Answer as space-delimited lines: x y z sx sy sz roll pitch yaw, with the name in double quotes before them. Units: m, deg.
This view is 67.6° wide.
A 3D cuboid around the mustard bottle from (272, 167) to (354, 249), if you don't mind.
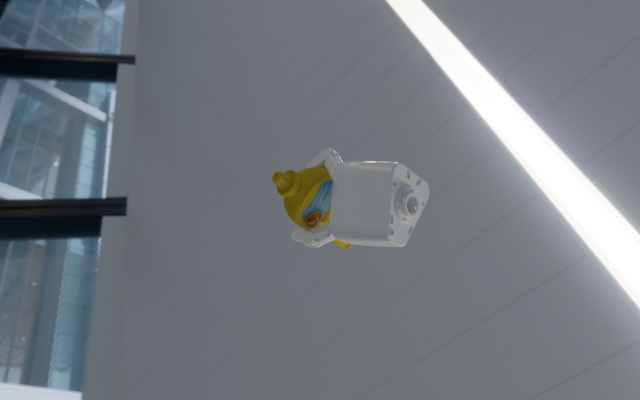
"mustard bottle" 0.000 0.002 0.745 0.192 0.096 0.058 30 6 -40
